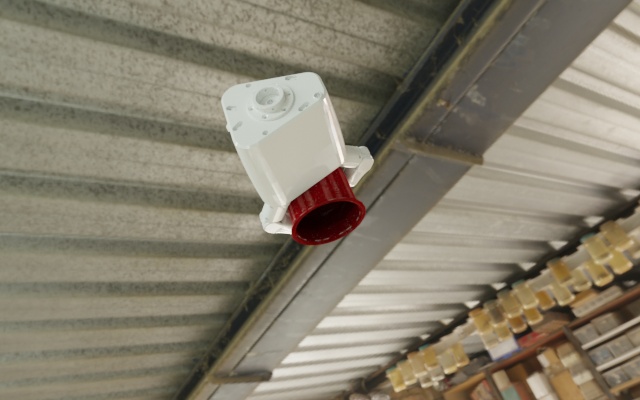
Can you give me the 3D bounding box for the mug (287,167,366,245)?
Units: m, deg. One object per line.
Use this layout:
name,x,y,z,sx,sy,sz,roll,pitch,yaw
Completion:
mug,0.000,0.003,0.596,0.093,0.081,0.117,-22,-33,-1
